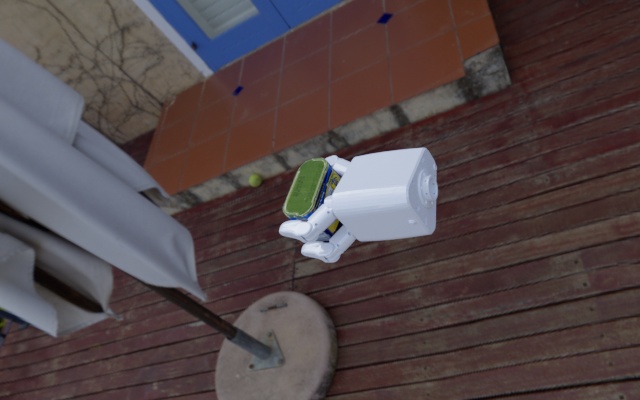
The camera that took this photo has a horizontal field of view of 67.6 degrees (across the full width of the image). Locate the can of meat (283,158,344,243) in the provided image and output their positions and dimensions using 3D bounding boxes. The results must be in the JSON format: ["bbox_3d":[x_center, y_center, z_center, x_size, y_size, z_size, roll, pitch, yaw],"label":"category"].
[{"bbox_3d":[0.000,0.002,0.682,0.057,0.102,0.084,-3,-35,36],"label":"can of meat"}]
